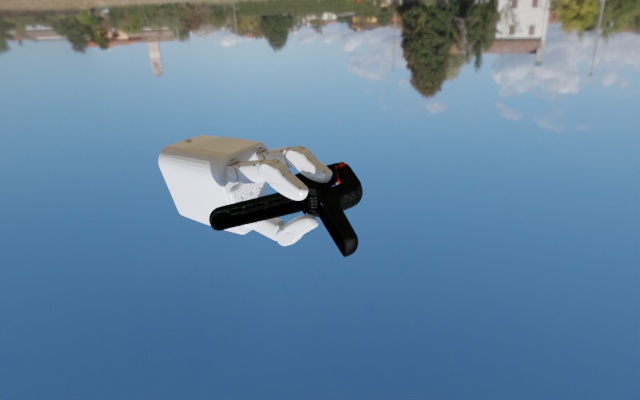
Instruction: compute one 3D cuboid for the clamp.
[{"bbox_3d":[0.000,0.002,0.553,0.164,0.036,0.210,14,27,27],"label":"clamp"}]
